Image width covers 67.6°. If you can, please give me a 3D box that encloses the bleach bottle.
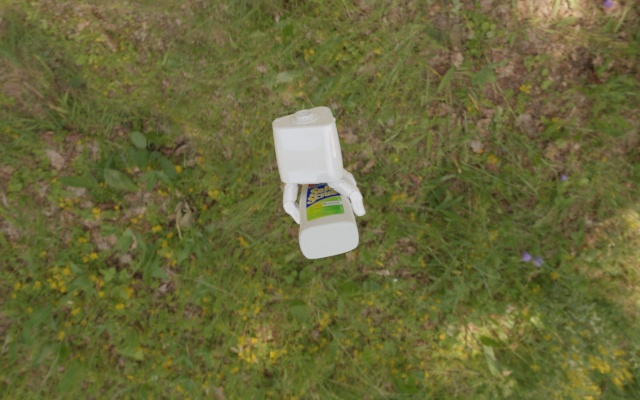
[{"bbox_3d":[0.000,0.003,0.889,0.102,0.068,0.250,-11,31,-2],"label":"bleach bottle"}]
